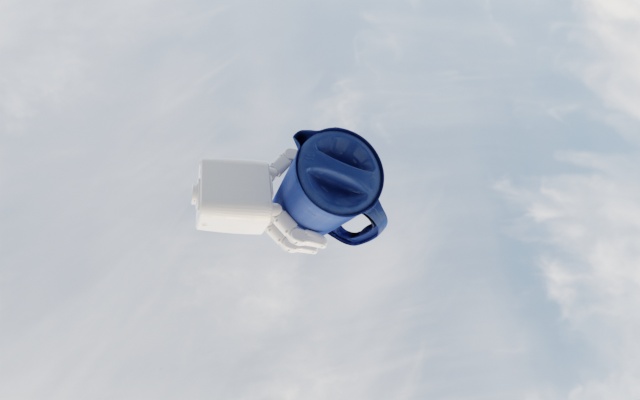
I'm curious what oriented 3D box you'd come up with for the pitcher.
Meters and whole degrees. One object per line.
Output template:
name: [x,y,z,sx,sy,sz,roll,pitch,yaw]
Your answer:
pitcher: [0.000,0.002,0.762,0.145,0.149,0.243,3,-19,-18]
